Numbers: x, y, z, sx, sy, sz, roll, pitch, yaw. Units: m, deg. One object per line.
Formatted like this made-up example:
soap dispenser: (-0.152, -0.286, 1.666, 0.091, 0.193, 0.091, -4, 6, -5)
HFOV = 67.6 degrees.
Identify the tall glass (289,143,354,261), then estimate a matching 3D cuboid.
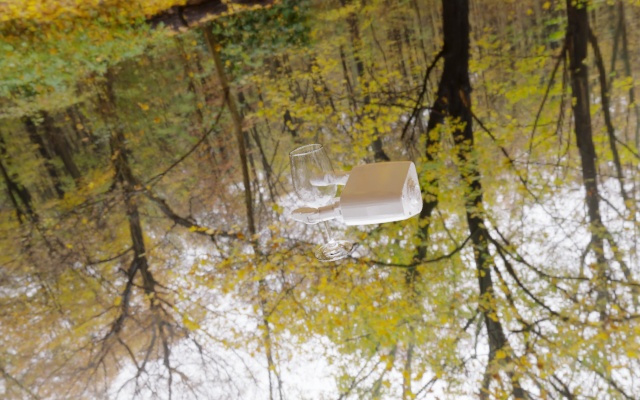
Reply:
tall glass: (0.000, 0.003, 0.852, 0.079, 0.201, 0.079, -14, 19, 5)
